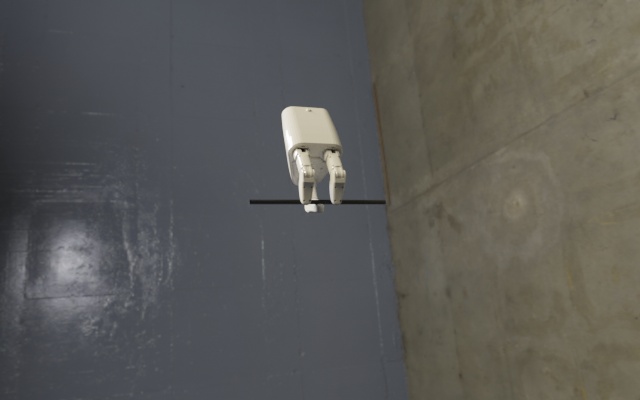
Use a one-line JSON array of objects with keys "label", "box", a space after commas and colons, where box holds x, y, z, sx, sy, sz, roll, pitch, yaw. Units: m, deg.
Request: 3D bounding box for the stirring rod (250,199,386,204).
[{"label": "stirring rod", "box": [0.000, 0.003, 0.812, 0.239, 0.011, 0.011, 0, 0, -18]}]
